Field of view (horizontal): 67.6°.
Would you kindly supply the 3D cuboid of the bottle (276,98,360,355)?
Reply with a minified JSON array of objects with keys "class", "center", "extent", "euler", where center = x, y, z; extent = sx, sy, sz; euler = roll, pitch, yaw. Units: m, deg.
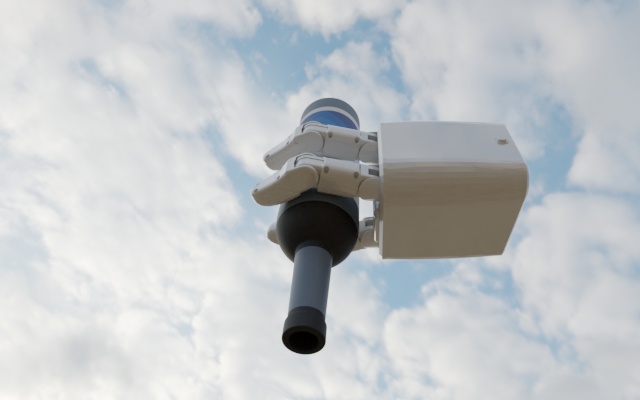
[{"class":"bottle","center":[0.000,0.001,0.411],"extent":[0.069,0.069,0.295],"euler":[0,35,5]}]
